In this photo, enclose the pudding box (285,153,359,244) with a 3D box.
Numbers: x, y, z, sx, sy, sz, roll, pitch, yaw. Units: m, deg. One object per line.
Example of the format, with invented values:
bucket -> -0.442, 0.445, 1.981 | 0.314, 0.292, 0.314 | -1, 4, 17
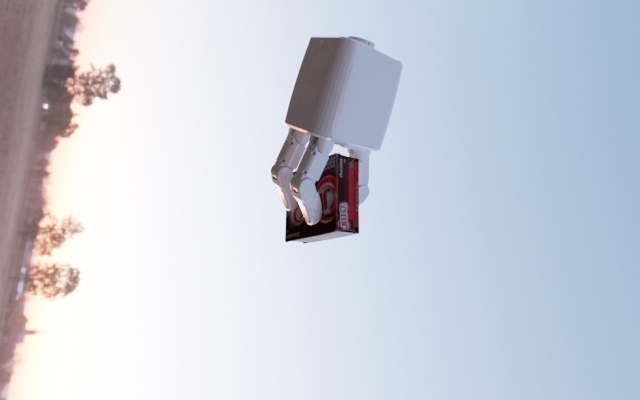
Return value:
pudding box -> 0.000, 0.002, 0.574 | 0.039, 0.090, 0.113 | 10, -16, -31
